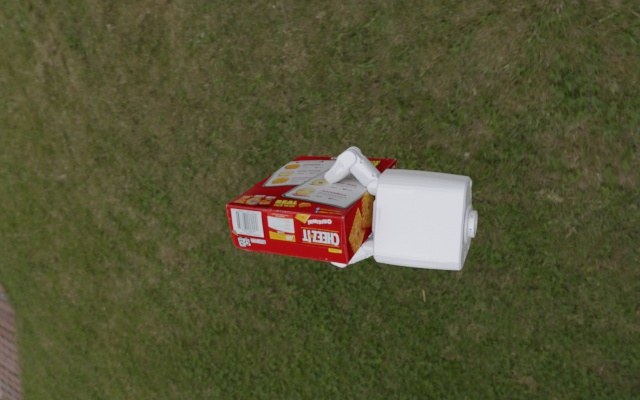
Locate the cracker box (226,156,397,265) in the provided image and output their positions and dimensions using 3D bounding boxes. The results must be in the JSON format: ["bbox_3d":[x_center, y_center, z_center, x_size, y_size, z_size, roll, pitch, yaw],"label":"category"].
[{"bbox_3d":[0.000,0.002,0.662,0.164,0.072,0.213,5,24,24],"label":"cracker box"}]
